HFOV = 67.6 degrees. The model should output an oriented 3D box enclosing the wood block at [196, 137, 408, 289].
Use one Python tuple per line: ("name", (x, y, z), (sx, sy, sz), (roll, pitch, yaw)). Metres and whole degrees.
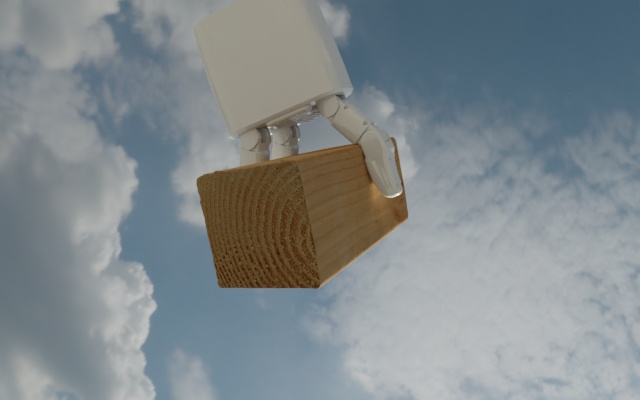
("wood block", (0.000, 0.001, 0.424), (0.091, 0.090, 0.206), (-6, 8, 28))
